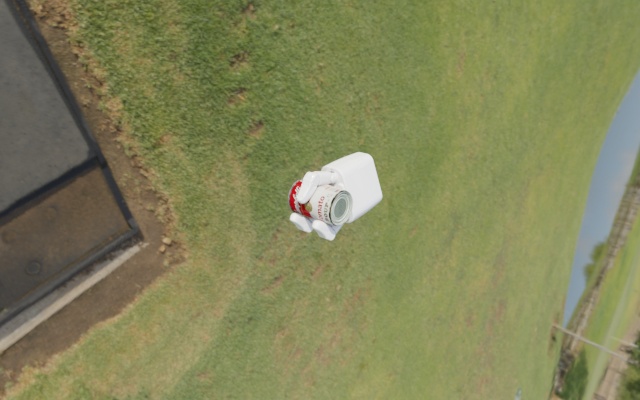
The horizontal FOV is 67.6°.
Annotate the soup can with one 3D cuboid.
[{"bbox_3d":[0.000,0.003,0.880,0.102,0.068,0.068,17,11,37],"label":"soup can"}]
